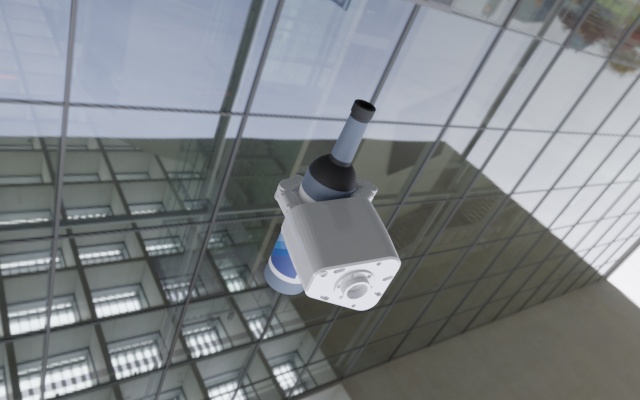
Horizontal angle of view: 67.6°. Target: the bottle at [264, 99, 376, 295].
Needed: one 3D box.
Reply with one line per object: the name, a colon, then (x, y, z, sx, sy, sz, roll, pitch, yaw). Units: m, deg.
bottle: (0.000, 0.002, 0.633, 0.069, 0.296, 0.069, 17, 33, -12)
